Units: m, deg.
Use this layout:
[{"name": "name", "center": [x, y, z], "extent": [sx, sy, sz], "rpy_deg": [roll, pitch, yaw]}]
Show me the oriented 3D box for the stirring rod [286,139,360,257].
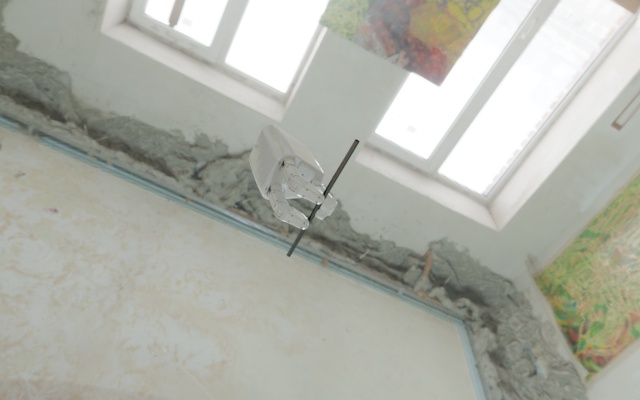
[{"name": "stirring rod", "center": [0.000, 0.002, 0.769], "extent": [0.011, 0.240, 0.011], "rpy_deg": [24, 28, -13]}]
